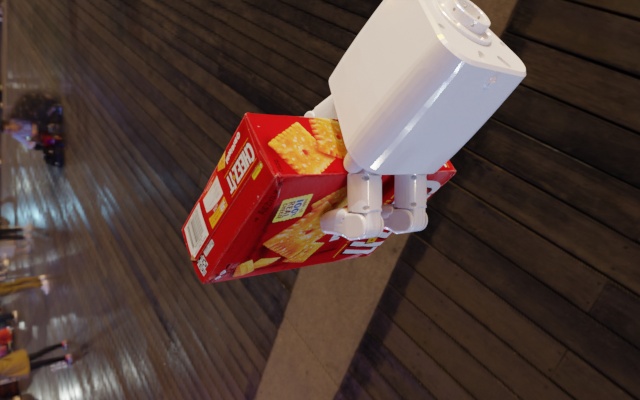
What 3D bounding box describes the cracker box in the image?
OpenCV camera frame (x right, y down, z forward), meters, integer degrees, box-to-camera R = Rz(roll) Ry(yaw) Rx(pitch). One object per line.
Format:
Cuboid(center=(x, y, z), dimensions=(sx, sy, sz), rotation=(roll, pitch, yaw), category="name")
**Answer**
Cuboid(center=(0.000, 0.001, 0.455), dimensions=(0.213, 0.072, 0.164), rotation=(-3, -34, -39), category="cracker box")
